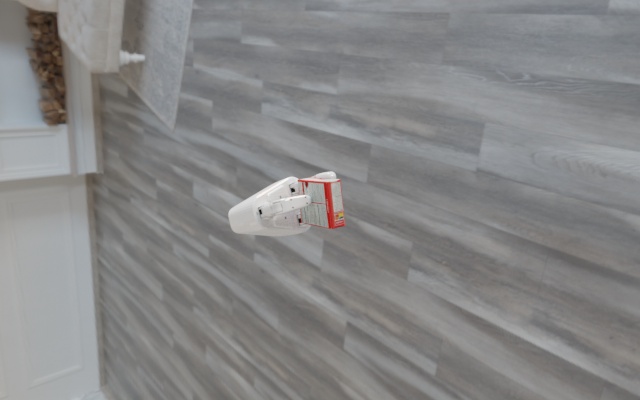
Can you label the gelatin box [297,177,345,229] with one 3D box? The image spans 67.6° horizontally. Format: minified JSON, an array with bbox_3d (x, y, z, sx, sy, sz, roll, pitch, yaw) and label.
[{"bbox_3d":[0.000,0.003,0.750,0.030,0.073,0.089,-12,10,-32],"label":"gelatin box"}]
